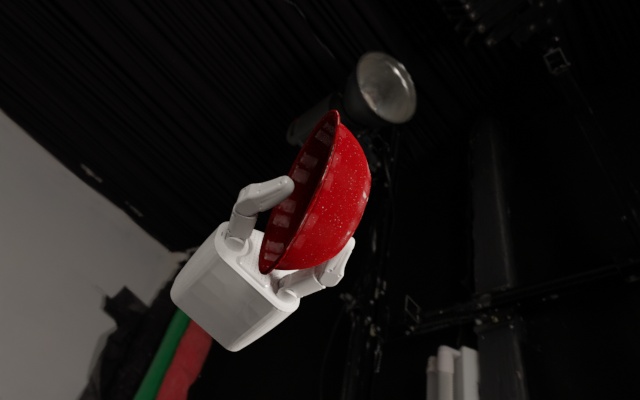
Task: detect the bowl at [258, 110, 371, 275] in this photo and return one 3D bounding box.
[{"bbox_3d":[0.001,0.001,0.439,0.055,0.162,0.162,24,-6,-13],"label":"bowl"}]
